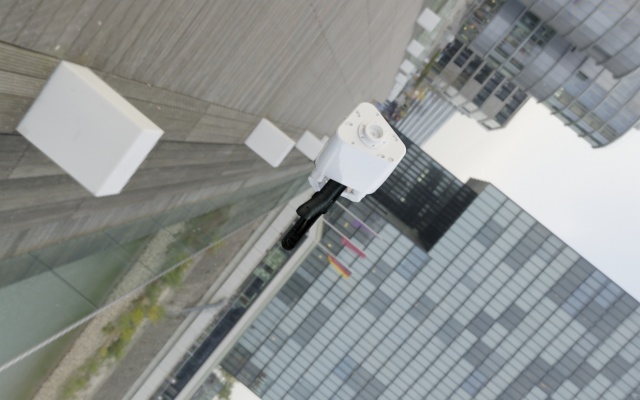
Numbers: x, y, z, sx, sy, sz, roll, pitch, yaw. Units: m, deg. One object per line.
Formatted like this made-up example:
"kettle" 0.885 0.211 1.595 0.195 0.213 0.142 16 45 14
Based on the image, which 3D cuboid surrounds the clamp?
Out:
"clamp" 0.001 0.003 0.795 0.039 0.171 0.120 39 -28 2
